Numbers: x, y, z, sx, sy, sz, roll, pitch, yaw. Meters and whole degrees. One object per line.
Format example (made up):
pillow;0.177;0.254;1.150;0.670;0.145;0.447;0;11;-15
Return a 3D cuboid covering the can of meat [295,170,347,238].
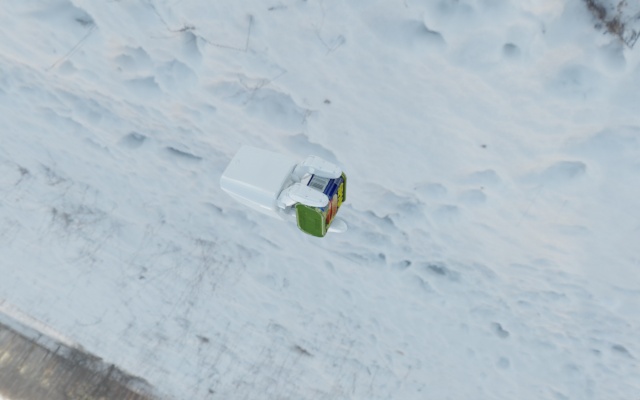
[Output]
can of meat;0.000;0.003;0.783;0.057;0.084;0.102;21;-28;14
